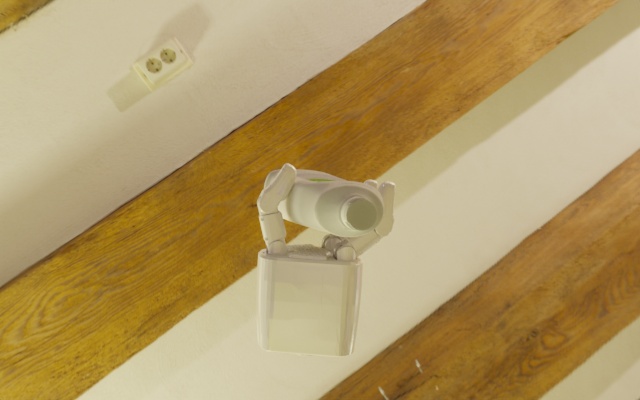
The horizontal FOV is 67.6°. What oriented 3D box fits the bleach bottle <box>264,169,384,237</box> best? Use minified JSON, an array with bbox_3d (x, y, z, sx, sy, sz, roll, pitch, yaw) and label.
[{"bbox_3d":[0.000,0.002,0.539,0.102,0.068,0.251,1,5,-13],"label":"bleach bottle"}]
